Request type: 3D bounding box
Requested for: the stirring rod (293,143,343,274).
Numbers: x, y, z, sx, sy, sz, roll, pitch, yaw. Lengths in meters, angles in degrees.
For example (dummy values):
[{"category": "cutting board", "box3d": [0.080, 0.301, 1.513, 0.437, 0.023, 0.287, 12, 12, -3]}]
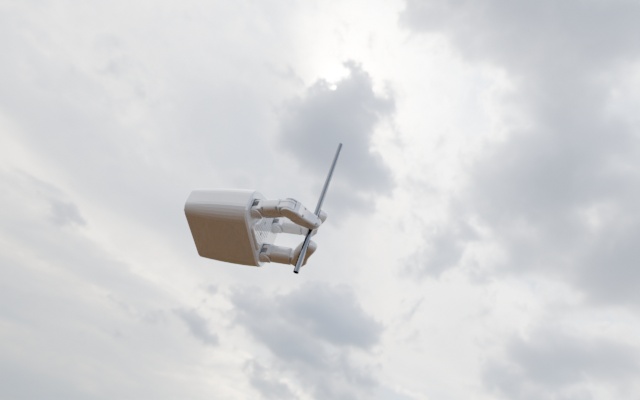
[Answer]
[{"category": "stirring rod", "box3d": [0.000, 0.002, 0.692, 0.011, 0.239, 0.011, 12, -37, 9]}]
